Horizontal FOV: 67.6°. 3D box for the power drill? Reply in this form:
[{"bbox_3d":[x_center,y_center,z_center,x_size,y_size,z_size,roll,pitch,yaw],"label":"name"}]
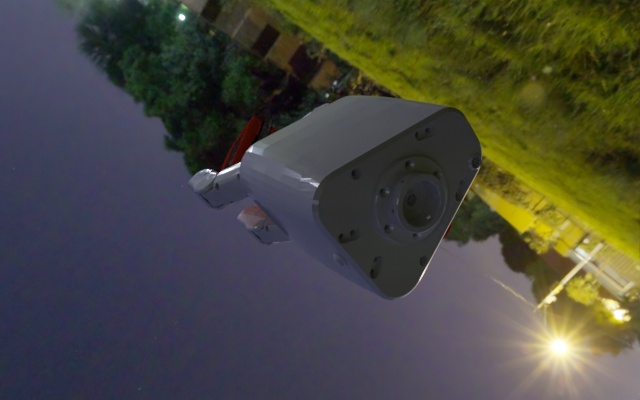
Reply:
[{"bbox_3d":[0.000,0.001,0.443,0.188,0.057,0.184,23,-20,-15],"label":"power drill"}]
